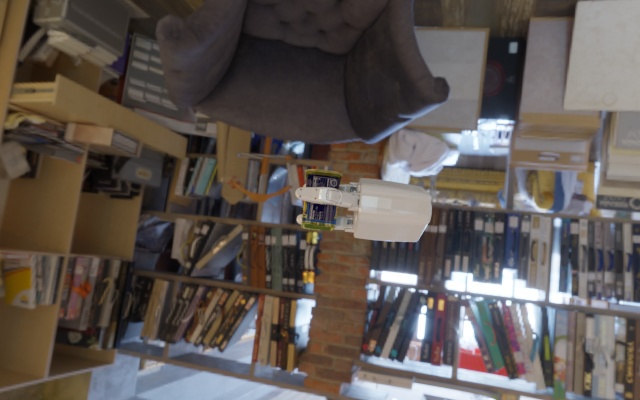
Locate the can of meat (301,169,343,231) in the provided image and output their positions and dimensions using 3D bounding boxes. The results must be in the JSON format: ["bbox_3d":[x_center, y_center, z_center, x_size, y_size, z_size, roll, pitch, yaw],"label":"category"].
[{"bbox_3d":[0.000,0.003,0.751,0.057,0.084,0.102,6,-8,-1],"label":"can of meat"}]
